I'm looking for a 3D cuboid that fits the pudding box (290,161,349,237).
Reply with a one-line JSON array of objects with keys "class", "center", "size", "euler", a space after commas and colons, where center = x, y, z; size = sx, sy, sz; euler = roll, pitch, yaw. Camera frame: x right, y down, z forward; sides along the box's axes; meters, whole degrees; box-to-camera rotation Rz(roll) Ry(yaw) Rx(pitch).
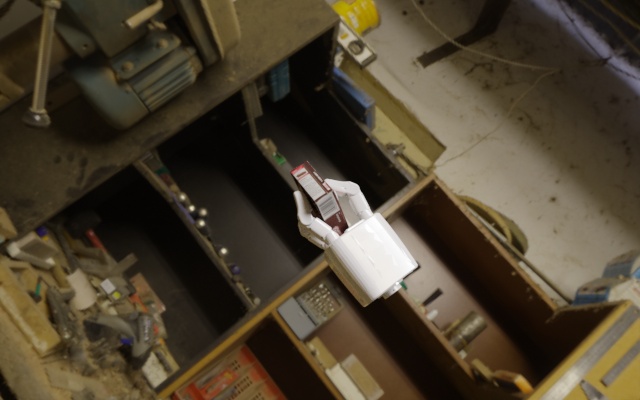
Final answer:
[{"class": "pudding box", "center": [0.000, 0.003, 0.784], "size": [0.039, 0.114, 0.090], "euler": [-33, 48, -10]}]
